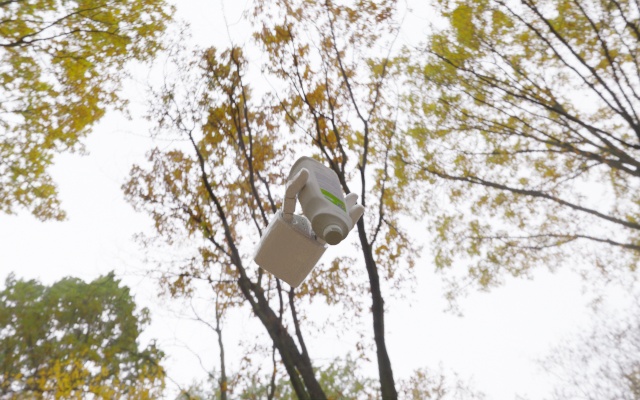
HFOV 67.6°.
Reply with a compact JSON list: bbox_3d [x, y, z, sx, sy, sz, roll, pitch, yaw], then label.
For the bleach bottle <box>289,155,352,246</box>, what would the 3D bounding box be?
[{"bbox_3d":[0.000,0.003,0.867,0.102,0.068,0.250,27,19,-18],"label":"bleach bottle"}]
